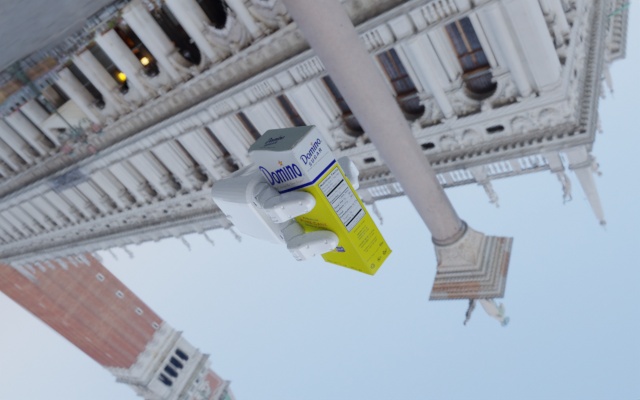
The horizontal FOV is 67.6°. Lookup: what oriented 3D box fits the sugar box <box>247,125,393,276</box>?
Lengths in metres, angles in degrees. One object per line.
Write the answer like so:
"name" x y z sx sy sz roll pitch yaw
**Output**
"sugar box" 0.000 0.002 0.525 0.048 0.176 0.093 -49 29 -23
